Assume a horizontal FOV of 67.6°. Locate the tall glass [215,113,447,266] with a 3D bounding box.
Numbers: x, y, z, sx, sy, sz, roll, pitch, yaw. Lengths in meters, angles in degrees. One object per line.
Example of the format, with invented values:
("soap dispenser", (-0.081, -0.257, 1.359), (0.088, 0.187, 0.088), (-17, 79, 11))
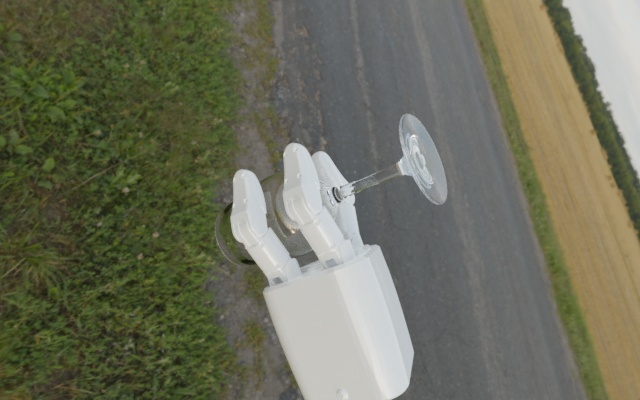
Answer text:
("tall glass", (0.001, 0.001, 0.411), (0.201, 0.079, 0.079), (-22, -12, 30))
